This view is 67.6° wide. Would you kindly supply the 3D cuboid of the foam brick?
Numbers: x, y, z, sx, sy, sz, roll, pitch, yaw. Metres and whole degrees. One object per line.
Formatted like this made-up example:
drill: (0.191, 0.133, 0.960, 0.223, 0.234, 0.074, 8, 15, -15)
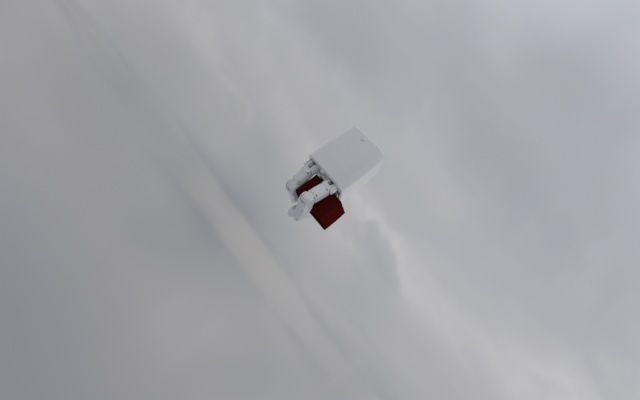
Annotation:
foam brick: (0.000, 0.003, 0.872, 0.051, 0.078, 0.053, -37, -28, -8)
